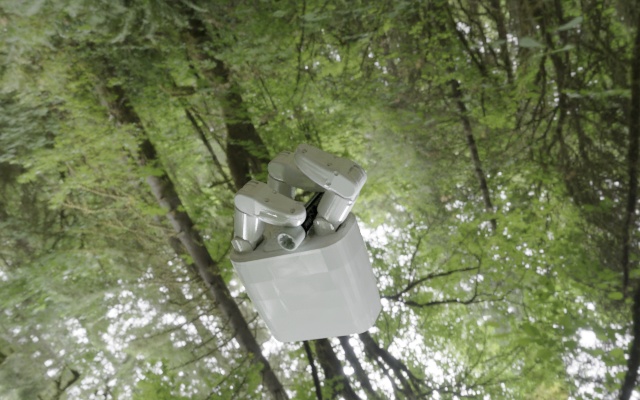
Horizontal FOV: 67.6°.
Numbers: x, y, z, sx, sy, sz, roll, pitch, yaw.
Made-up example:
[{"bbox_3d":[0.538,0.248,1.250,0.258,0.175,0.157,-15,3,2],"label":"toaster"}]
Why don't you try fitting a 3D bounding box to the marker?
[{"bbox_3d":[0.000,0.001,0.424,0.020,0.020,0.121,0,32,32],"label":"marker"}]
